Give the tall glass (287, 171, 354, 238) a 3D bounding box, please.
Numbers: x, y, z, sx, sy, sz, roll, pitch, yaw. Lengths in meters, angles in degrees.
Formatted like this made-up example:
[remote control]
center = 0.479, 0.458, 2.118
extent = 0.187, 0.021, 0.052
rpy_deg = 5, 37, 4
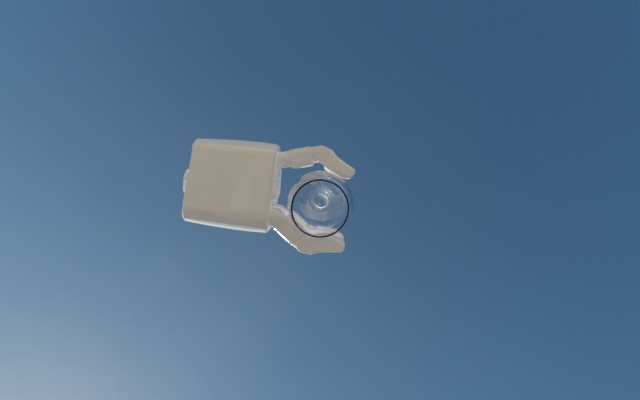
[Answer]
[tall glass]
center = 0.000, 0.002, 0.597
extent = 0.079, 0.079, 0.201
rpy_deg = 0, 4, 0
